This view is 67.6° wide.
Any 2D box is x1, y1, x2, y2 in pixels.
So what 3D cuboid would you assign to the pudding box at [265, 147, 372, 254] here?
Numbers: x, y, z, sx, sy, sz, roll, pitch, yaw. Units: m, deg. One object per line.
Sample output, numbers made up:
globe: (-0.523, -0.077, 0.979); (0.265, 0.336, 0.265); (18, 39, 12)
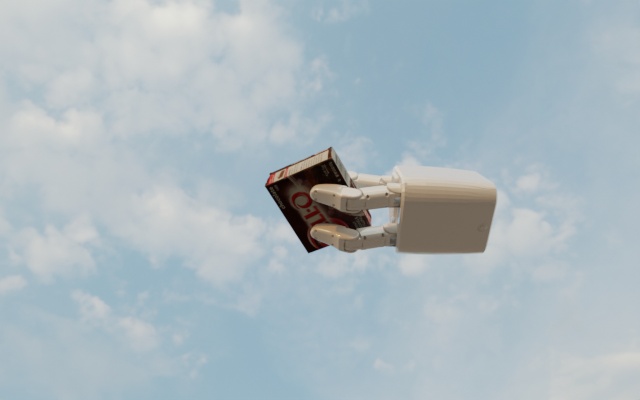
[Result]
pudding box: (0.000, 0.002, 0.580); (0.090, 0.113, 0.039); (-22, 25, 17)
